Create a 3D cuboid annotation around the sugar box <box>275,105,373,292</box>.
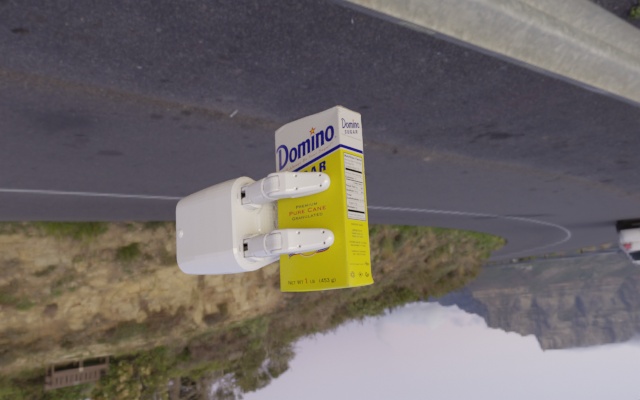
[{"bbox_3d":[0.000,0.002,0.488,0.093,0.176,0.048,-13,-12,39],"label":"sugar box"}]
